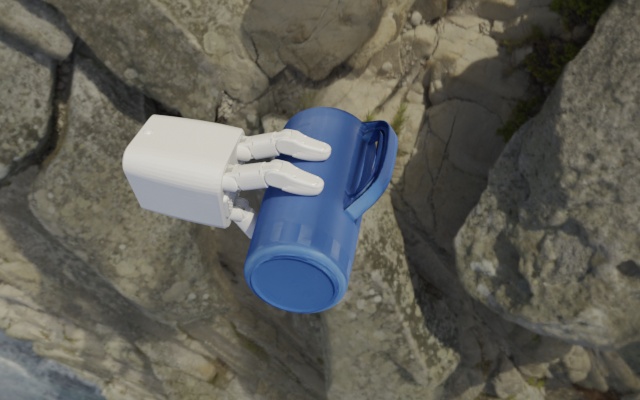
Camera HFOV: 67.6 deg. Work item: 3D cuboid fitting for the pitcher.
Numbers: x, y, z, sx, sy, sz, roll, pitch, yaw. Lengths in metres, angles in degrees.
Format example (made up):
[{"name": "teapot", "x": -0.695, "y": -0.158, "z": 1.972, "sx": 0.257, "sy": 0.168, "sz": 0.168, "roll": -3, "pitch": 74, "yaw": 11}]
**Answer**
[{"name": "pitcher", "x": 0.000, "y": 0.002, "z": 0.560, "sx": 0.145, "sy": 0.149, "sz": 0.242, "roll": 14, "pitch": 43, "yaw": -1}]
